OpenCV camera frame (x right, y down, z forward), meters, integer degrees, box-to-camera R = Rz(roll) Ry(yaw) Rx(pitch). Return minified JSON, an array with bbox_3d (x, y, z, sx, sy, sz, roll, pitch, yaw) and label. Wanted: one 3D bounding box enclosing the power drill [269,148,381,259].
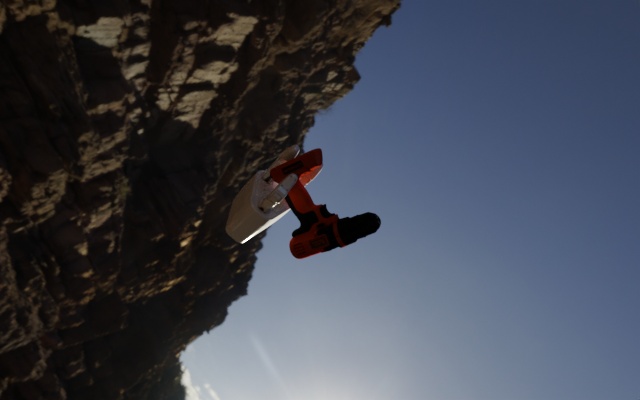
[{"bbox_3d":[0.000,0.003,0.883,0.184,0.187,0.057,-21,2,19],"label":"power drill"}]
